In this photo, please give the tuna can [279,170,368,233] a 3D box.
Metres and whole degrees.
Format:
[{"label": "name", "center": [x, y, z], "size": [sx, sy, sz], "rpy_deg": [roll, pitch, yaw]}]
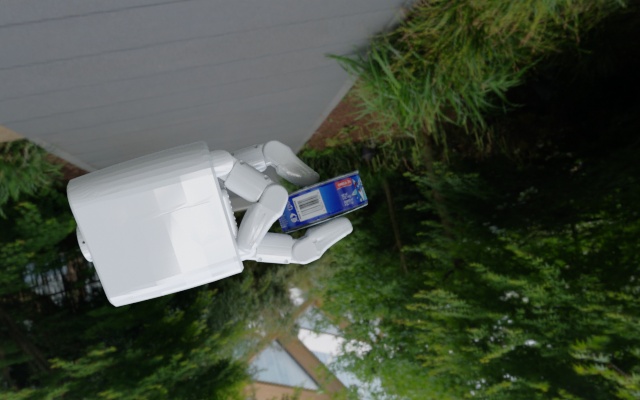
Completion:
[{"label": "tuna can", "center": [0.000, 0.002, 0.447], "size": [0.086, 0.034, 0.086], "rpy_deg": [-19, 0, 0]}]
